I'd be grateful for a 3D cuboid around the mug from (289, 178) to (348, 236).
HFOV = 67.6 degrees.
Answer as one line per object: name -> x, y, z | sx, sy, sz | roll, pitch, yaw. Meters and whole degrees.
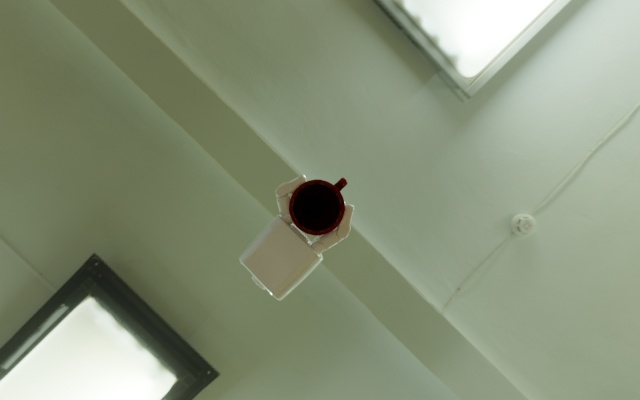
mug -> 0.001, 0.002, 0.829 | 0.093, 0.117, 0.081 | 45, -2, -3
